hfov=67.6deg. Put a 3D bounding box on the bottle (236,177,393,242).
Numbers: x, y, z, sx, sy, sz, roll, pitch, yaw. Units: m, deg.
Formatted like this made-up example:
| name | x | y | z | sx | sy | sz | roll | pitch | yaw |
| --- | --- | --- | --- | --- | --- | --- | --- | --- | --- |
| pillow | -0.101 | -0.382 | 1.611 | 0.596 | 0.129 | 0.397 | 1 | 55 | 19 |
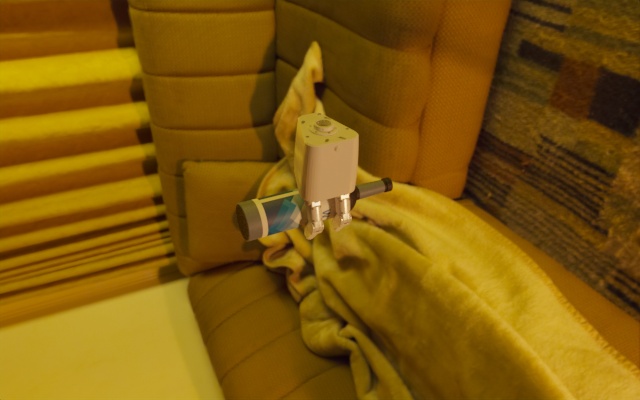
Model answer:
| name | x | y | z | sx | sy | sz | roll | pitch | yaw |
| --- | --- | --- | --- | --- | --- | --- | --- | --- | --- |
| bottle | 0.000 | 0.003 | 0.855 | 0.295 | 0.069 | 0.069 | -15 | 6 | -23 |
